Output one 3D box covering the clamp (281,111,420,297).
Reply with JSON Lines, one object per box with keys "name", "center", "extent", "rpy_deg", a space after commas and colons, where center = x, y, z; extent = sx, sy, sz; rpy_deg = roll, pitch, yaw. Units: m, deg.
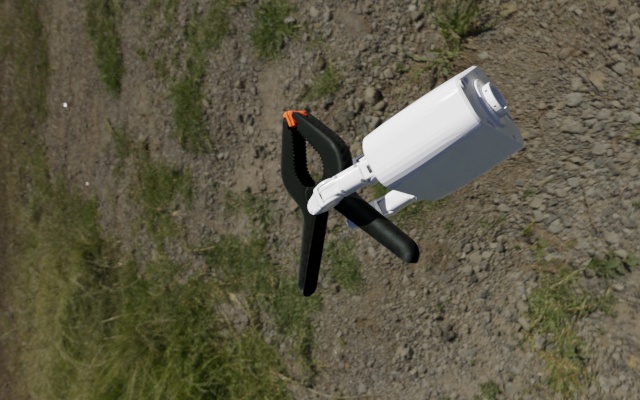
{"name": "clamp", "center": [0.000, 0.001, 0.533], "extent": [0.164, 0.210, 0.036], "rpy_deg": [-34, -14, 36]}
